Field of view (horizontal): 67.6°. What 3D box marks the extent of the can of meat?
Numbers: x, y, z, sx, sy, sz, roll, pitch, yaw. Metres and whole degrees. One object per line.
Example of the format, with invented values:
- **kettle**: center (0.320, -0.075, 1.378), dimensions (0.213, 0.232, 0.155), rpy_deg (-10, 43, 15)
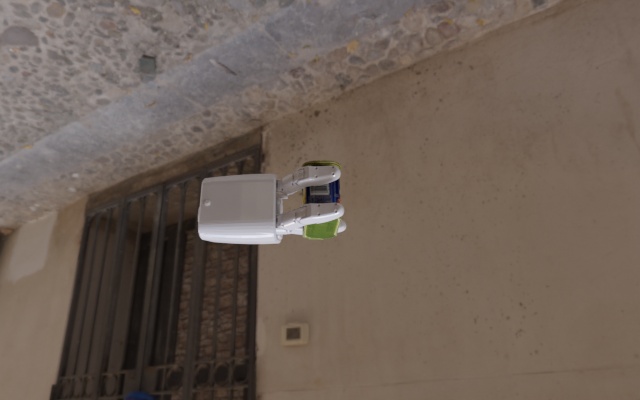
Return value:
- **can of meat**: center (0.000, 0.003, 0.697), dimensions (0.057, 0.084, 0.102), rpy_deg (1, -24, -4)
